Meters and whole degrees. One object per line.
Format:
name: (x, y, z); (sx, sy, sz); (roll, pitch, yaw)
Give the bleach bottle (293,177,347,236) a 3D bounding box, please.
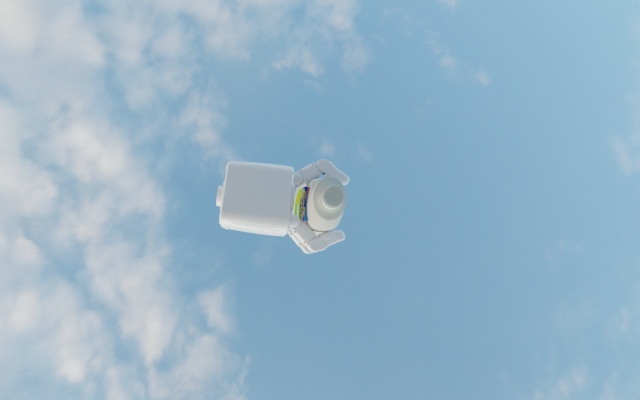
bleach bottle: (0.000, 0.003, 0.776); (0.068, 0.102, 0.251); (8, -9, -8)
